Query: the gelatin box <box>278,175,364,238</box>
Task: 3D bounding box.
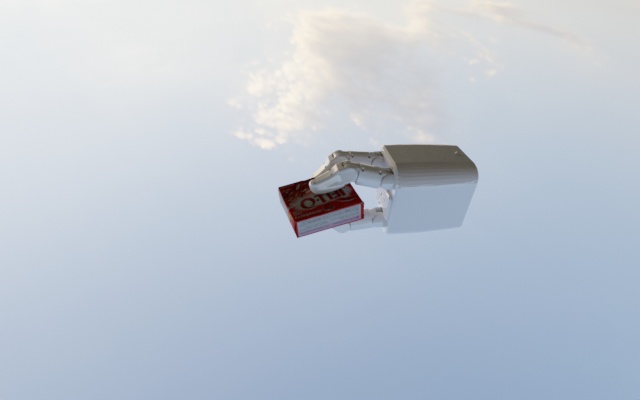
[{"bbox_3d":[0.000,0.002,0.589,0.089,0.030,0.073,-16,41,-12],"label":"gelatin box"}]
